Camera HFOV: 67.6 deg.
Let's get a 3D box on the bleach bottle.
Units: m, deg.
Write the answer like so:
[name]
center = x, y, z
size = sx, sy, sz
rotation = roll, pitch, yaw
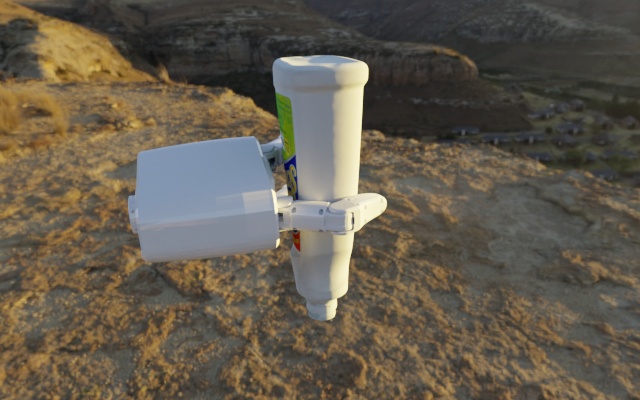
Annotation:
[bleach bottle]
center = 0.000, 0.001, 0.437
size = 0.068, 0.251, 0.102
rotation = -7, 22, -14
